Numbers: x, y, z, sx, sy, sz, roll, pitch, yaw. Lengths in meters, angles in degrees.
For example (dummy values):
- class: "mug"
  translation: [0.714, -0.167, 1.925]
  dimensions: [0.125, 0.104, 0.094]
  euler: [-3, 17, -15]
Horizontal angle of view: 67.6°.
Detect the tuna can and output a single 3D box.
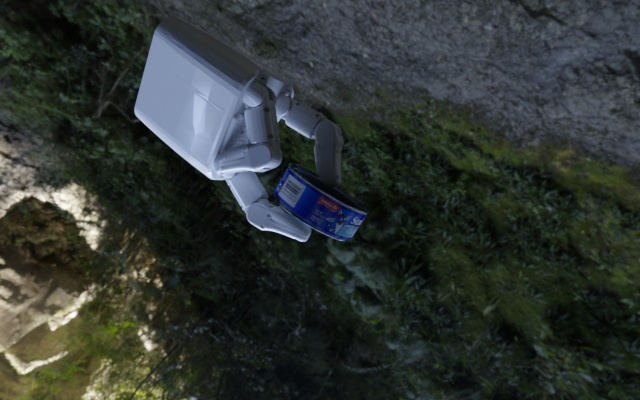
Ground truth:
- class: "tuna can"
  translation: [0.000, 0.002, 0.441]
  dimensions: [0.086, 0.034, 0.086]
  euler: [30, 9, -5]
